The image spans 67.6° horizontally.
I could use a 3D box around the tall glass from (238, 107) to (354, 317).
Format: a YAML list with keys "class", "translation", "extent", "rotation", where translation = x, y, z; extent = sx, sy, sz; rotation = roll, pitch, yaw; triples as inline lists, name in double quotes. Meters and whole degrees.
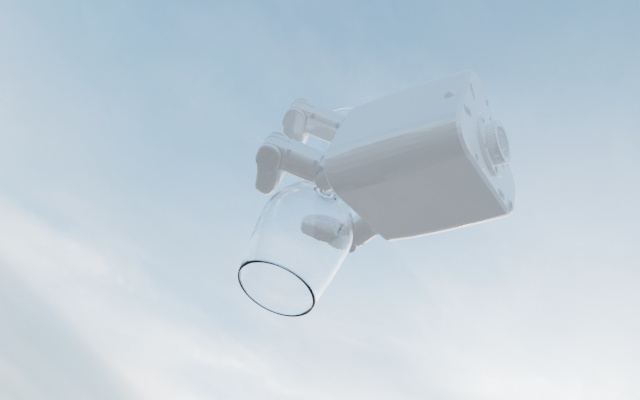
- class: "tall glass"
  translation: [0.000, 0.001, 0.416]
  extent: [0.079, 0.079, 0.201]
  rotation: [0, 40, 26]
